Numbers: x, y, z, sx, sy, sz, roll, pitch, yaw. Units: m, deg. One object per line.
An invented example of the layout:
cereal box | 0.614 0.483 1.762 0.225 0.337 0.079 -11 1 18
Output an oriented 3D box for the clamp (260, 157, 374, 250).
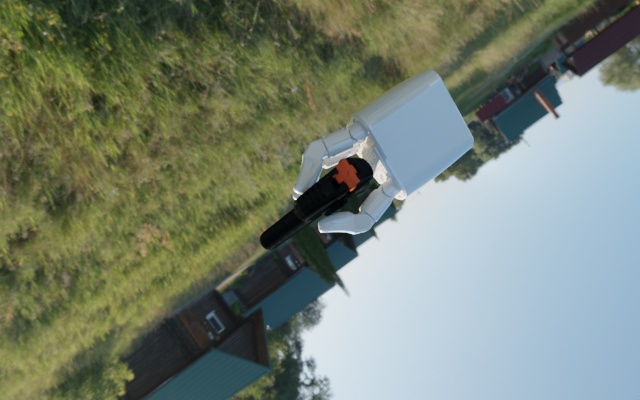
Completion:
clamp | 0.001 0.002 0.534 0.164 0.036 0.210 -34 -4 -8
